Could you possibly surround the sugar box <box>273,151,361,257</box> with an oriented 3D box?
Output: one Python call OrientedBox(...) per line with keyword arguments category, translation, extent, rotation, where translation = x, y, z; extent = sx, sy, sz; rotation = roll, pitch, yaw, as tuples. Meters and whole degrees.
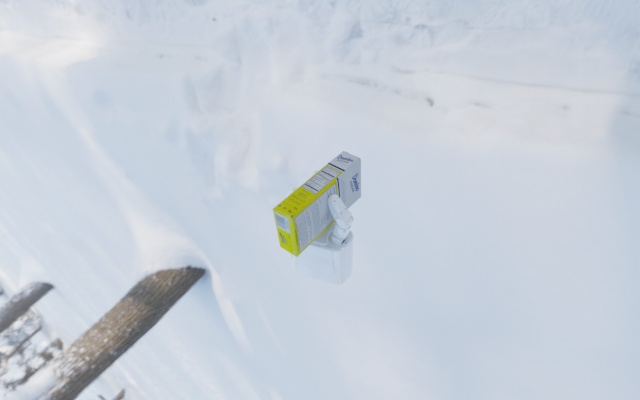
OrientedBox(category="sugar box", translation=(0.000, 0.003, 0.794), extent=(0.048, 0.093, 0.176), rotation=(26, 51, 28))
